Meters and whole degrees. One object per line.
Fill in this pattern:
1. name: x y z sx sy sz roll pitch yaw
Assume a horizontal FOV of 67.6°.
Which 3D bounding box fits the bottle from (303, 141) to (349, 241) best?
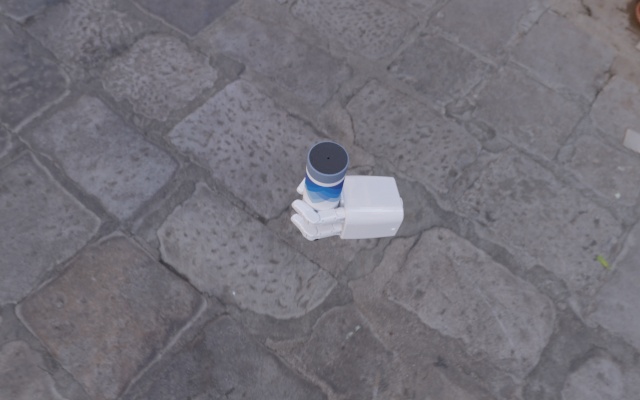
1. bottle: 0.000 0.003 0.883 0.069 0.069 0.296 0 -28 -6
